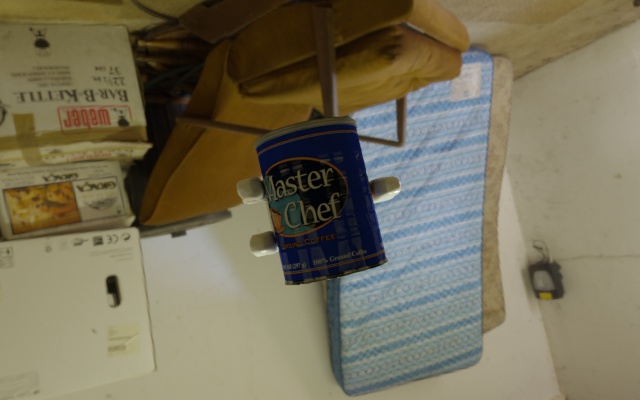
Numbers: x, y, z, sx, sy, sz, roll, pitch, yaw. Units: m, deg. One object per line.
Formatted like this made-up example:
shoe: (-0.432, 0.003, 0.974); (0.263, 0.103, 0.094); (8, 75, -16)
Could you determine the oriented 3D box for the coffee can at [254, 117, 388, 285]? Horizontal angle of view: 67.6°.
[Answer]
coffee can: (0.000, 0.001, 0.465); (0.103, 0.140, 0.103); (-13, -3, -1)
